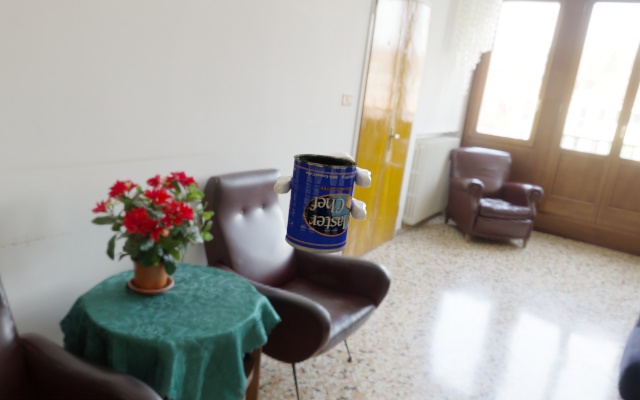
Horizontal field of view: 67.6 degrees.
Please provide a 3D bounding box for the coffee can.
[{"bbox_3d":[0.000,0.003,0.775,0.103,0.140,0.102,7,14,-2],"label":"coffee can"}]
